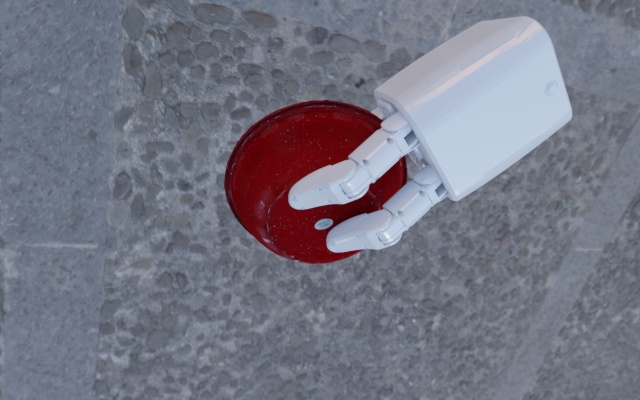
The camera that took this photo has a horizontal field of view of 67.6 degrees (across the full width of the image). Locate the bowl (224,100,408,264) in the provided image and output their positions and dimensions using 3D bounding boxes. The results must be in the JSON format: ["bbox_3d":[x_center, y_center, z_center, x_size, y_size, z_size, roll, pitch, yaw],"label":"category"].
[{"bbox_3d":[-0.001,0.002,0.401,0.162,0.162,0.055,0,37,-8],"label":"bowl"}]
